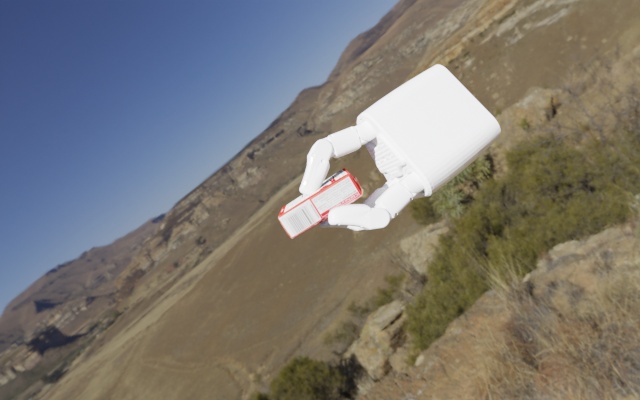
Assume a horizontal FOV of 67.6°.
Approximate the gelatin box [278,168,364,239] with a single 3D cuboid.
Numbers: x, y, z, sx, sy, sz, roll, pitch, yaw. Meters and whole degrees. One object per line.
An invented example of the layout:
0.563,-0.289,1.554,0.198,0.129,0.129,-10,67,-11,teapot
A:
0.000,0.001,0.515,0.089,0.030,0.073,-32,7,2,gelatin box
